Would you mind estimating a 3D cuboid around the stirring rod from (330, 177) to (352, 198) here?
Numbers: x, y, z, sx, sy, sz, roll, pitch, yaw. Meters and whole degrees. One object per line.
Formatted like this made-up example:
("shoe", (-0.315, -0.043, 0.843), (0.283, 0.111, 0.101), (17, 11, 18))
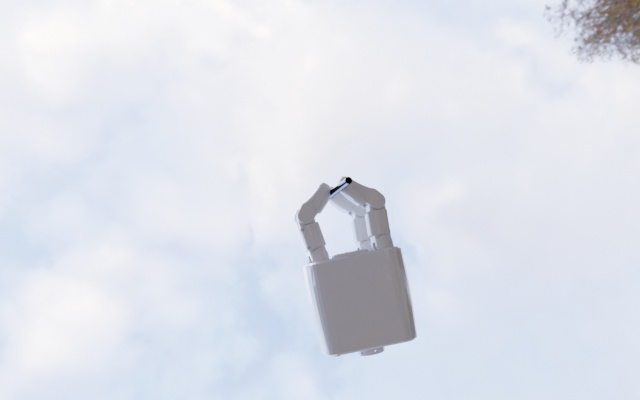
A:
("stirring rod", (0.000, 0.002, 0.627), (0.011, 0.011, 0.239), (0, -11, -15))
